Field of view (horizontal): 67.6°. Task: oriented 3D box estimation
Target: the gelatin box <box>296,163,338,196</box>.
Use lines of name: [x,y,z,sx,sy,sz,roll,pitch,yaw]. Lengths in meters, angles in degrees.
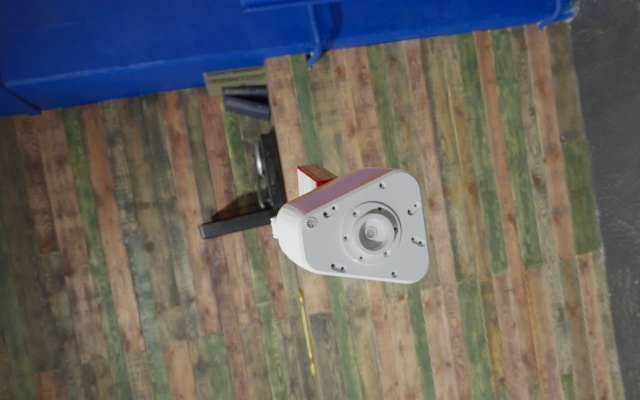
gelatin box: [0.000,0.002,0.546,0.030,0.073,0.089,-11,17,-16]
